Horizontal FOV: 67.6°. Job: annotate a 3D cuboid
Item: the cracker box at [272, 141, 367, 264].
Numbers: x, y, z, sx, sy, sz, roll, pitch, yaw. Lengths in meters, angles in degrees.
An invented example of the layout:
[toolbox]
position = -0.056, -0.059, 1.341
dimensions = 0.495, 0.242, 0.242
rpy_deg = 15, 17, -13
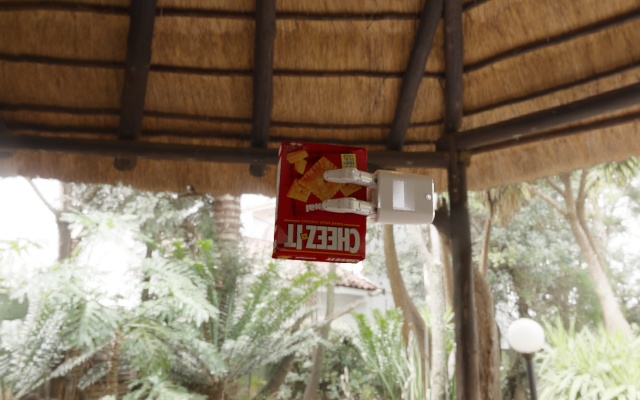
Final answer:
[cracker box]
position = 0.000, 0.003, 0.880
dimensions = 0.164, 0.213, 0.072
rpy_deg = 5, -16, -9
